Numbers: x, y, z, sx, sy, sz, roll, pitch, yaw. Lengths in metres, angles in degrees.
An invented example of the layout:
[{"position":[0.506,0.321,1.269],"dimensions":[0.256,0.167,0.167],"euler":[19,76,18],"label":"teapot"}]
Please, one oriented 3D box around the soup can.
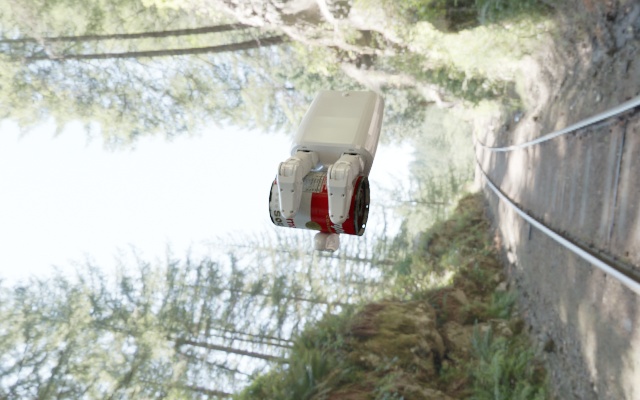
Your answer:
[{"position":[0.000,0.002,0.541],"dimensions":[0.102,0.068,0.068],"euler":[6,1,16],"label":"soup can"}]
